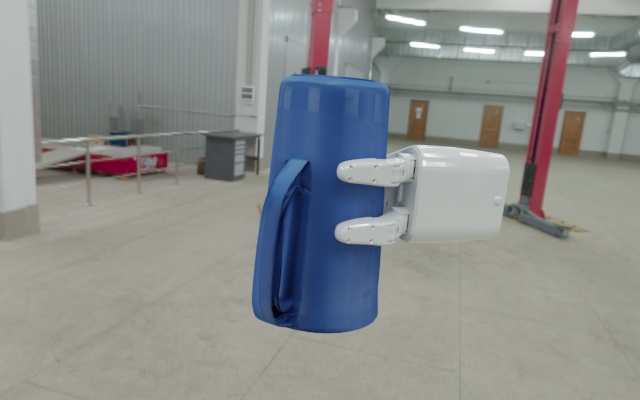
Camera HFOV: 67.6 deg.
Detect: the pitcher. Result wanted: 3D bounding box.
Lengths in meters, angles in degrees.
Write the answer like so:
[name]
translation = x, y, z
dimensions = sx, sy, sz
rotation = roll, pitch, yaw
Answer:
[pitcher]
translation = 0.000, 0.002, 0.478
dimensions = 0.145, 0.243, 0.149
rotation = 1, 12, -16
